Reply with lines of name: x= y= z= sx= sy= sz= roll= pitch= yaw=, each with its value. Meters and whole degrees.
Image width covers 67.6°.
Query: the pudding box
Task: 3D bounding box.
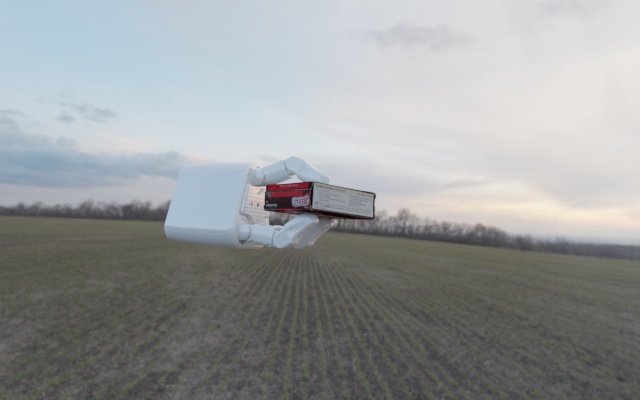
pudding box: x=0.000 y=0.002 z=0.597 sx=0.113 sy=0.039 sz=0.090 roll=7 pitch=-4 yaw=-42
